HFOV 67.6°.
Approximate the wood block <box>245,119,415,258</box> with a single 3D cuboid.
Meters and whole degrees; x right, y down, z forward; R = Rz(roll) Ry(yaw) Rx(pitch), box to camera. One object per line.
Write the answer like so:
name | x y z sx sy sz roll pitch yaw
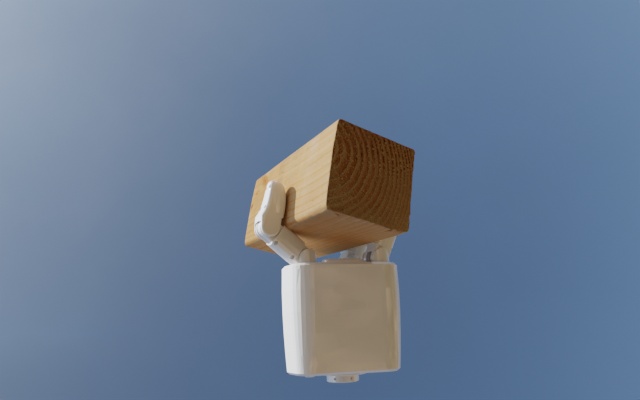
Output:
wood block | 0.000 0.002 0.522 0.091 0.090 0.206 18 -22 -24
